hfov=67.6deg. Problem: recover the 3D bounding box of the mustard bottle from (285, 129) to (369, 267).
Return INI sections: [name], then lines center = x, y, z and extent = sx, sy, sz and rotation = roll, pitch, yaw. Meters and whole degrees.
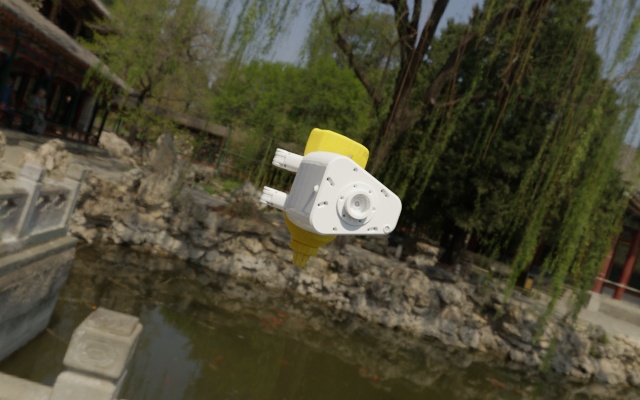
[mustard bottle]
center = 0.000, 0.002, 0.681
extent = 0.096, 0.191, 0.058
rotation = 19, 0, -43
